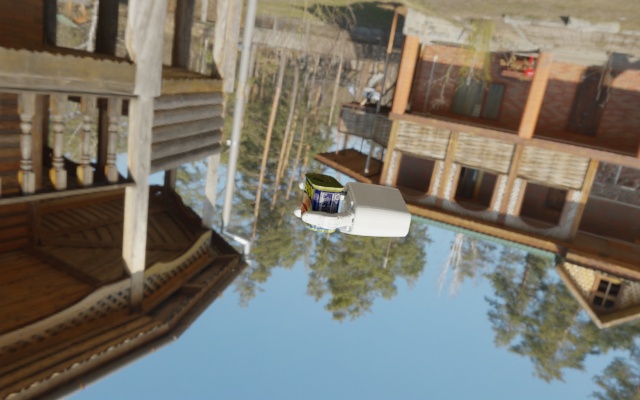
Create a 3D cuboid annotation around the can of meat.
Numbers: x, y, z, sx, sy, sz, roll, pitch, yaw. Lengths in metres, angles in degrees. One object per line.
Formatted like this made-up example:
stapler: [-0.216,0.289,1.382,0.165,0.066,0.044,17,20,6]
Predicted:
can of meat: [0.000,0.003,0.872,0.057,0.084,0.102,5,16,-15]
